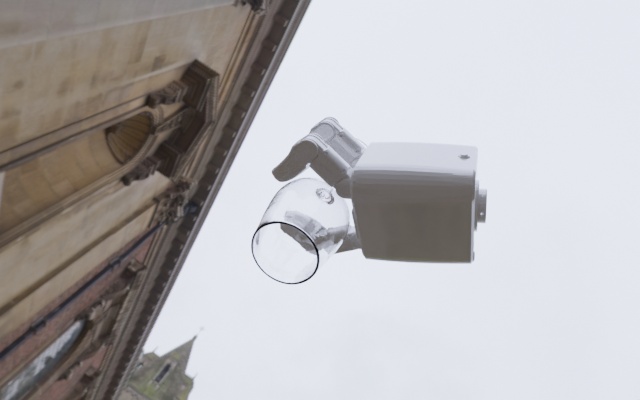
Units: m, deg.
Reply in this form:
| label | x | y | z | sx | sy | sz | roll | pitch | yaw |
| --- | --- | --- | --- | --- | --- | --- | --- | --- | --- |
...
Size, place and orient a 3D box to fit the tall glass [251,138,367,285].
| label | x | y | z | sx | sy | sz | roll | pitch | yaw |
| --- | --- | --- | --- | --- | --- | --- | --- | --- | --- |
| tall glass | 0.000 | 0.001 | 0.482 | 0.079 | 0.079 | 0.201 | 0 | 26 | 20 |
